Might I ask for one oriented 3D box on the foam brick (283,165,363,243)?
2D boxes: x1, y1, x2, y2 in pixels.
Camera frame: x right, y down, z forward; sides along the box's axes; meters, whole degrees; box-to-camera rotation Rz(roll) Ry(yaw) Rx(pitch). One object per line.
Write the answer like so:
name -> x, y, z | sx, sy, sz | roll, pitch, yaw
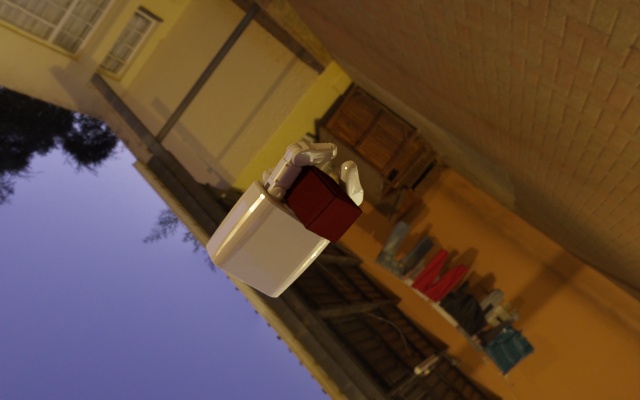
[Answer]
foam brick -> 0.000, 0.002, 0.550 | 0.053, 0.051, 0.078 | 32, 13, -43
